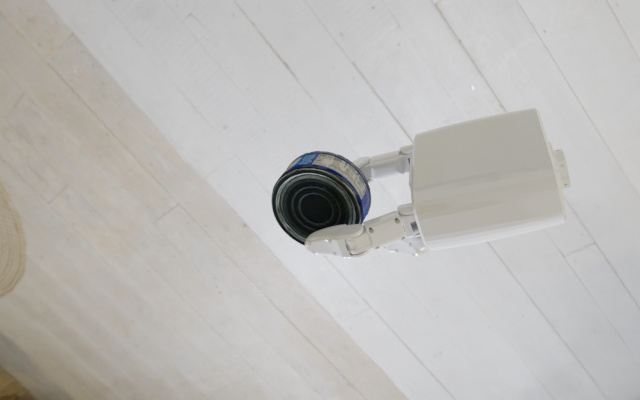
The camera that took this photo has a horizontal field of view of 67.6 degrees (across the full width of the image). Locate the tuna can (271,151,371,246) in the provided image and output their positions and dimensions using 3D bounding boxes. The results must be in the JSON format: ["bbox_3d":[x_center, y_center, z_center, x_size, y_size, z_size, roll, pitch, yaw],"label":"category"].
[{"bbox_3d":[0.000,0.002,0.427,0.086,0.086,0.033,0,29,20],"label":"tuna can"}]
